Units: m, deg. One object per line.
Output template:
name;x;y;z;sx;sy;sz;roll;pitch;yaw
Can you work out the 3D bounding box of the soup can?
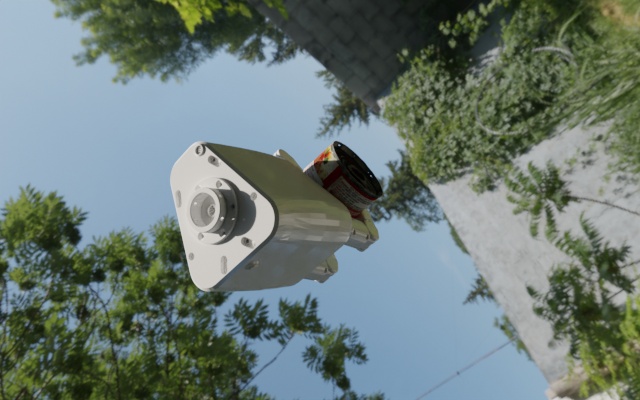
soup can;0.000;0.002;0.463;0.102;0.068;0.068;-42;-17;20
